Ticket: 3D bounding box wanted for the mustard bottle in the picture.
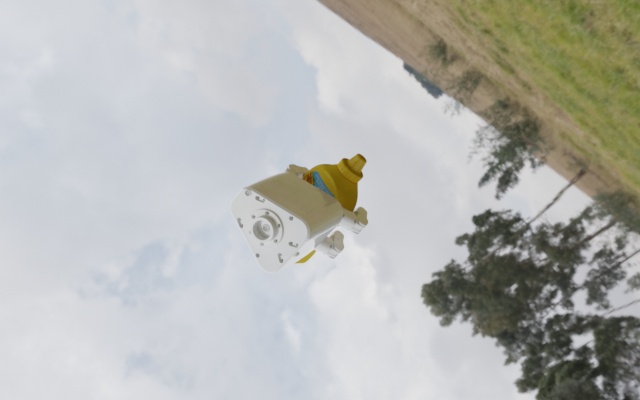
[{"bbox_3d":[0.000,0.003,0.720,0.058,0.096,0.192,10,-50,-50],"label":"mustard bottle"}]
